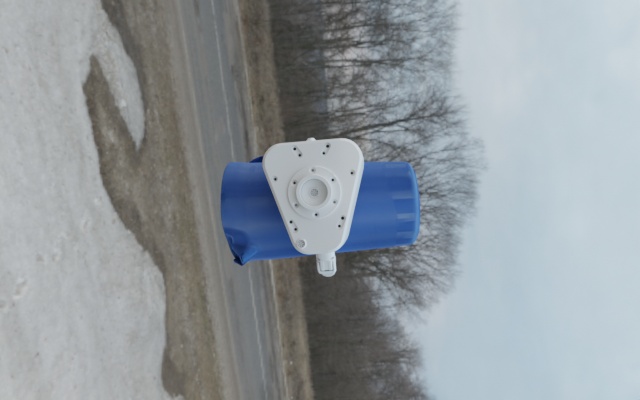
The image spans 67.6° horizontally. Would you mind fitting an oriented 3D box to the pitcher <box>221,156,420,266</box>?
[{"bbox_3d":[0.000,0.002,0.628,0.243,0.149,0.145,-3,-2,3],"label":"pitcher"}]
